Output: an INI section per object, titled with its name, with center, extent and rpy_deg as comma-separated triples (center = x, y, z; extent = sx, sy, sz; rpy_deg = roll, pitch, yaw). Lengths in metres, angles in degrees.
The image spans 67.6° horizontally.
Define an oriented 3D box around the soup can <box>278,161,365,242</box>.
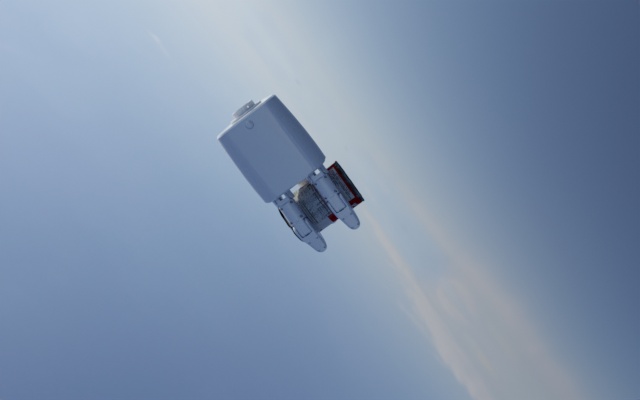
[soup can]
center = 0.000, 0.003, 0.657
extent = 0.102, 0.068, 0.068
rpy_deg = -36, -5, 6
